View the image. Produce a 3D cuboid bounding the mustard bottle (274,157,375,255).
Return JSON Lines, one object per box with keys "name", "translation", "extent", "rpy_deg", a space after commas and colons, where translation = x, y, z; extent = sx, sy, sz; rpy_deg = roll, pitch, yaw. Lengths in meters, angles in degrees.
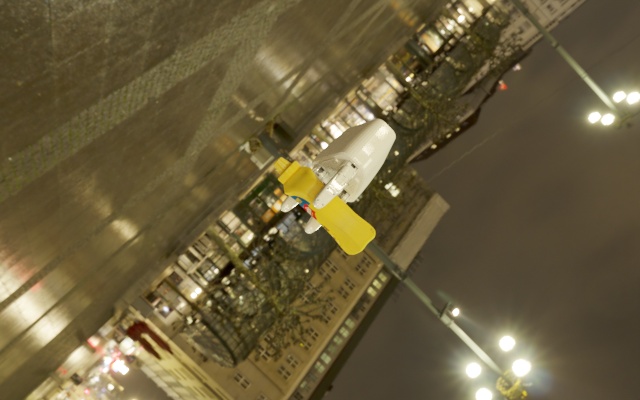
{"name": "mustard bottle", "translation": [0.000, 0.003, 0.765], "extent": [0.191, 0.058, 0.096], "rpy_deg": [44, -6, -4]}
